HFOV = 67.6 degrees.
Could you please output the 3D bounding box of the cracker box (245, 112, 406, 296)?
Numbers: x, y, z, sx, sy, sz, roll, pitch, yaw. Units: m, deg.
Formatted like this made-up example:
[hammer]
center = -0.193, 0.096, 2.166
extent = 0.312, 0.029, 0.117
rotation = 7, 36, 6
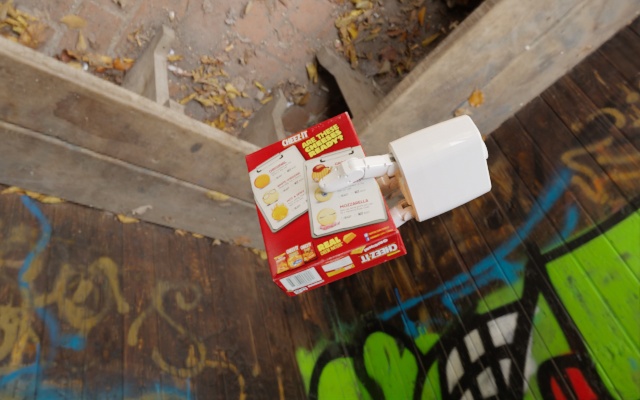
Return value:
[cracker box]
center = 0.000, 0.002, 0.648
extent = 0.164, 0.213, 0.072
rotation = -22, -37, 6
